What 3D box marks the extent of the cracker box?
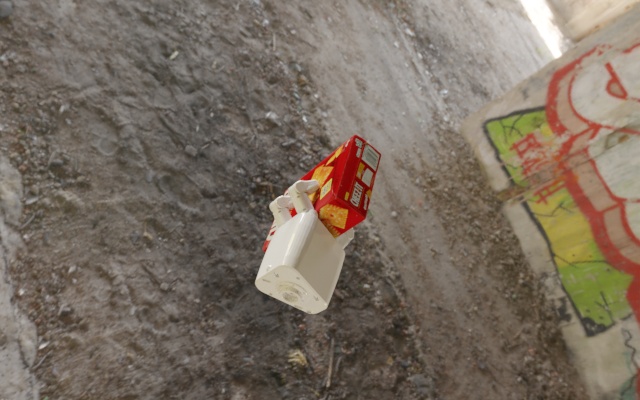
[{"bbox_3d":[0.000,0.003,0.836,0.072,0.164,0.214,37,-46,-19],"label":"cracker box"}]
